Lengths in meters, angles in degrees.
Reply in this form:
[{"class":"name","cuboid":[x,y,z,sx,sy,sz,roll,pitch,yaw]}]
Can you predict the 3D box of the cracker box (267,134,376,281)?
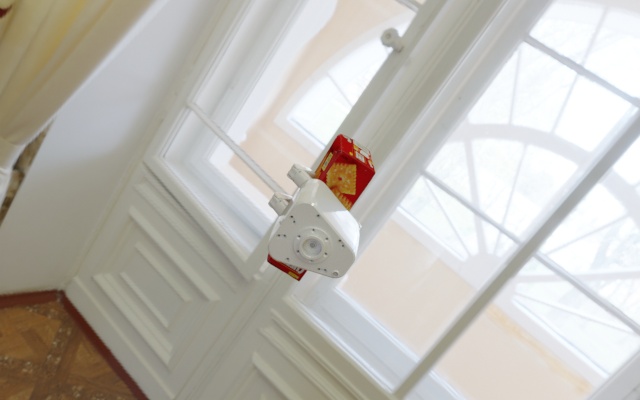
[{"class":"cracker box","cuboid":[0.000,0.003,0.790,0.072,0.214,0.164,33,16,-8]}]
